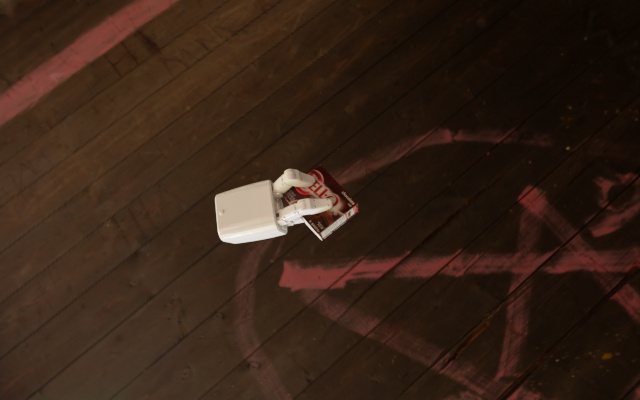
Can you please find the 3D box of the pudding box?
[{"bbox_3d":[0.000,0.003,0.858,0.090,0.113,0.039,-38,-25,-9],"label":"pudding box"}]
